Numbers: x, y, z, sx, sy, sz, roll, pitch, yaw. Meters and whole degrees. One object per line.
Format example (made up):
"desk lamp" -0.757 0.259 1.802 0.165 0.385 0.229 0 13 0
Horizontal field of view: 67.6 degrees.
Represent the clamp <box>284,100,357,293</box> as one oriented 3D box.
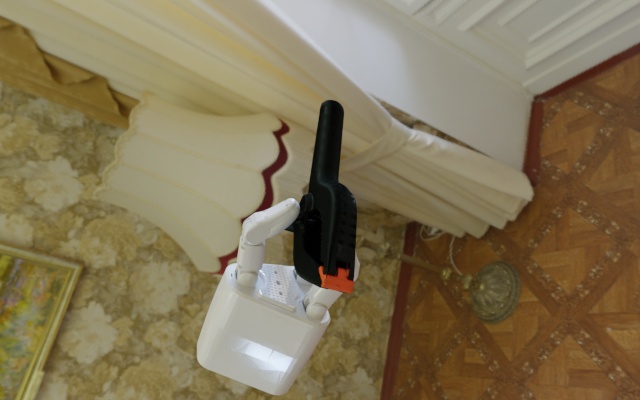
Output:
"clamp" -0.001 0.002 0.457 0.036 0.165 0.210 15 22 -21
